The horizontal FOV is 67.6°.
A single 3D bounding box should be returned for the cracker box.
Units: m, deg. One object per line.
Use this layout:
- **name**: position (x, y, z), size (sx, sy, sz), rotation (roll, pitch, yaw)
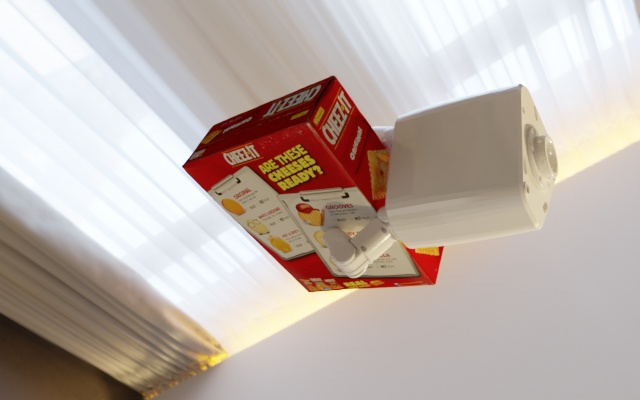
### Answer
- **cracker box**: position (0.000, 0.002, 0.467), size (0.164, 0.072, 0.214), rotation (-12, -49, 39)
